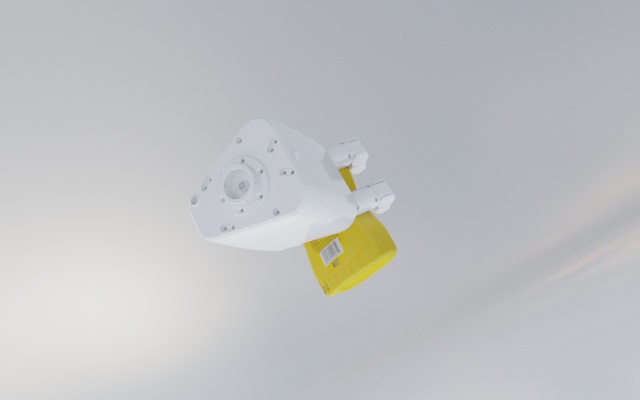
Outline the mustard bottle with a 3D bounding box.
[{"bbox_3d":[0.000,0.002,0.530,0.058,0.191,0.096,-8,-28,-46],"label":"mustard bottle"}]
